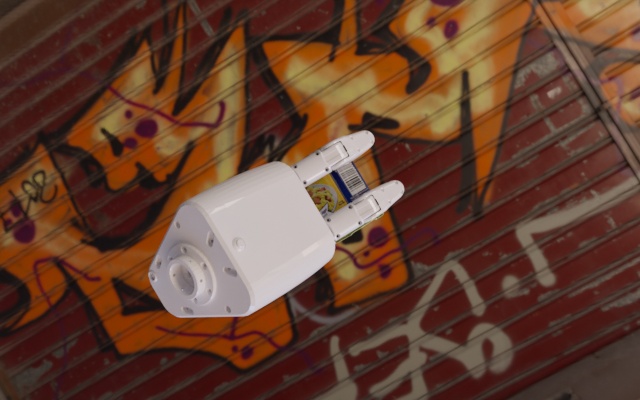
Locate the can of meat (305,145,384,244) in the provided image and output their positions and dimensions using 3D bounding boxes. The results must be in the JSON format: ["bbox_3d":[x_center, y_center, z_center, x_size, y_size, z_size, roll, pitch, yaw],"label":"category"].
[{"bbox_3d":[0.000,0.002,0.473,0.102,0.084,0.057,-32,-2,34],"label":"can of meat"}]
